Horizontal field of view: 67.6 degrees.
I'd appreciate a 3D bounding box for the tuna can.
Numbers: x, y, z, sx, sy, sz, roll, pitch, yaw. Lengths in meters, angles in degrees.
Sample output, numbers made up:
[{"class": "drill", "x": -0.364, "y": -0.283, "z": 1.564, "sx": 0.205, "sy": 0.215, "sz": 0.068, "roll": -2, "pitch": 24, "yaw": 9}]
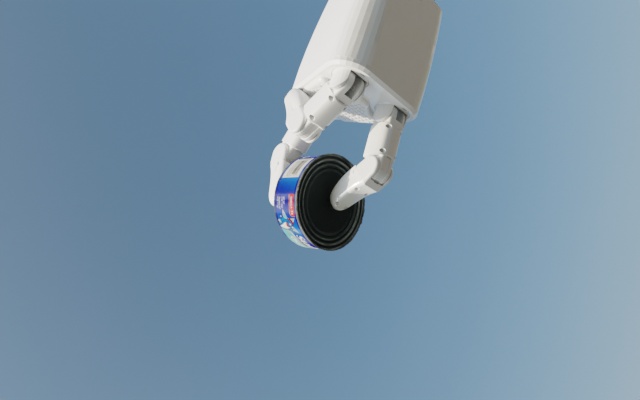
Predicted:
[{"class": "tuna can", "x": 0.000, "y": 0.001, "z": 0.431, "sx": 0.086, "sy": 0.086, "sz": 0.034, "roll": 0, "pitch": 1, "yaw": -44}]
